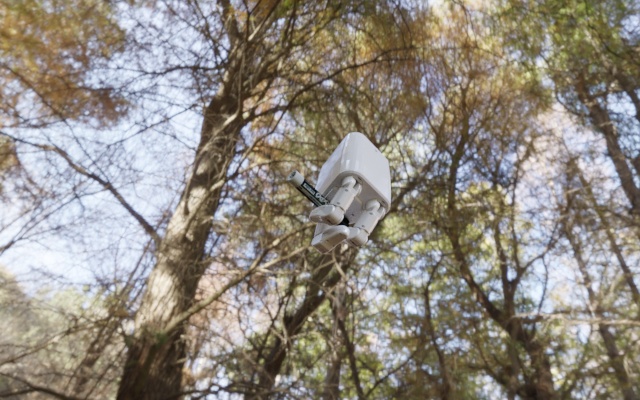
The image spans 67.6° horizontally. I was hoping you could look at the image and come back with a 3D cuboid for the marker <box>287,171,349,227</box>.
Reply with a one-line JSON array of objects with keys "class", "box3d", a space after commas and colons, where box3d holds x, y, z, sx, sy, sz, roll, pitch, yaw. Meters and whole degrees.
[{"class": "marker", "box3d": [0.000, 0.002, 0.685, 0.121, 0.020, 0.020, 43, -22, -26]}]
